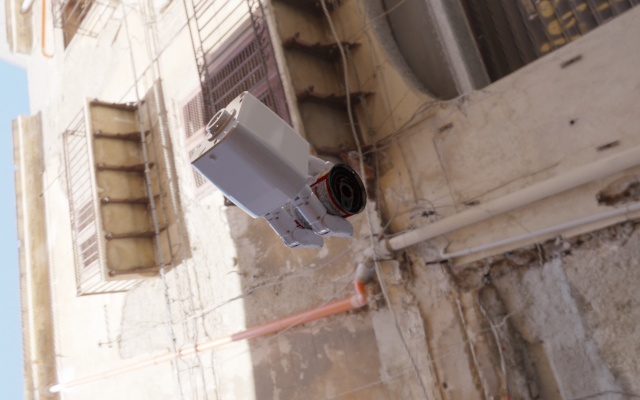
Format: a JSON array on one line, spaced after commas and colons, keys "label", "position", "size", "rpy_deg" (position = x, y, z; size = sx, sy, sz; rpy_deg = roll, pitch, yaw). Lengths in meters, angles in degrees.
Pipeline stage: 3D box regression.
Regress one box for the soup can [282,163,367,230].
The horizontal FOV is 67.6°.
[{"label": "soup can", "position": [0.000, 0.002, 0.625], "size": [0.102, 0.068, 0.068], "rpy_deg": [-26, -17, 39]}]
